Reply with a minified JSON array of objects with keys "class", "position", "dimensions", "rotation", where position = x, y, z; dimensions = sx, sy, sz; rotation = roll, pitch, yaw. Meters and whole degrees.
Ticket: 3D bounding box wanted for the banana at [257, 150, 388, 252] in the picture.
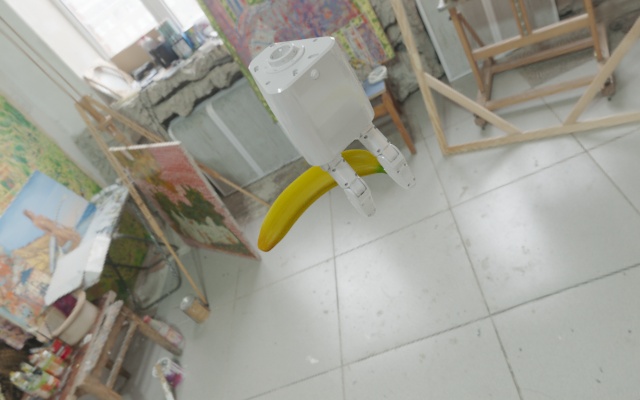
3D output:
[{"class":"banana","position":[-0.004,-0.011,0.601],"dimensions":[0.198,0.069,0.037],"rotation":[-32,-44,0]}]
